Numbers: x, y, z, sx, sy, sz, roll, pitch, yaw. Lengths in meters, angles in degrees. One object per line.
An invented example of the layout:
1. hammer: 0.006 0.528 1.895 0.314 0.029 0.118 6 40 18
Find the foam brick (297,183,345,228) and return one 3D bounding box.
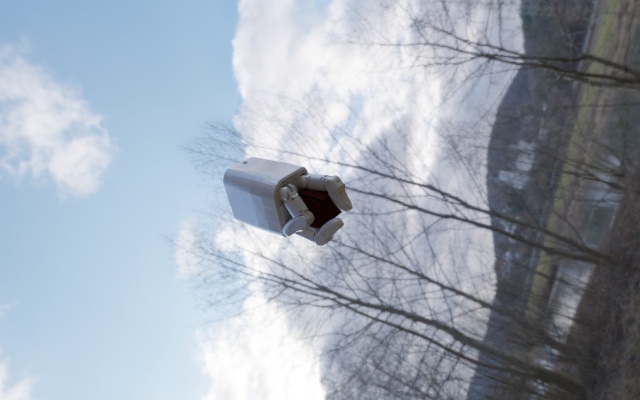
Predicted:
1. foam brick: 0.000 0.003 0.773 0.051 0.053 0.078 15 28 26
